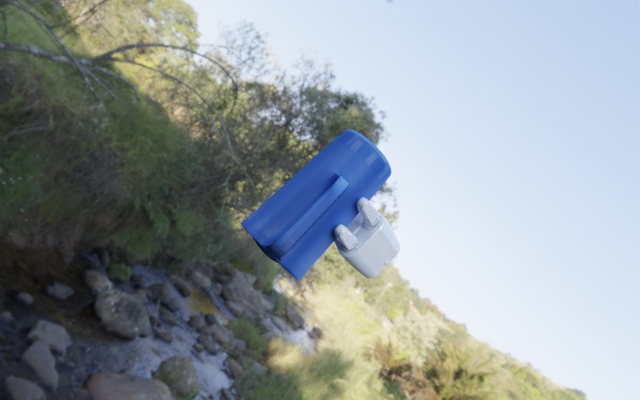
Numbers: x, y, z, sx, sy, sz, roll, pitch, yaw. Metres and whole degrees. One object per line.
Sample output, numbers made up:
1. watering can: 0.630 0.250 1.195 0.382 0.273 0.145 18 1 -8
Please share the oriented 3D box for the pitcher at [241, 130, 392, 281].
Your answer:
1. pitcher: 0.000 0.003 0.768 0.149 0.243 0.145 39 -8 43
